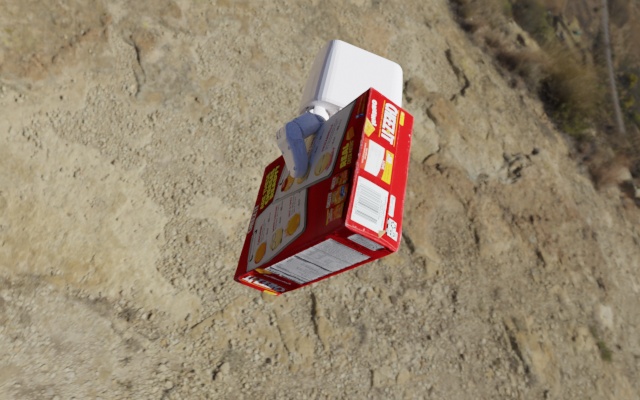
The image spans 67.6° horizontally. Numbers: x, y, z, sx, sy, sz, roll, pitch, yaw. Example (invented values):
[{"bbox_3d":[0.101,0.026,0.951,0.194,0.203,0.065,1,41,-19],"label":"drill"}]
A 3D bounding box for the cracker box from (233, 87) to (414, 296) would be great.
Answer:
[{"bbox_3d":[0.000,0.002,0.523,0.072,0.164,0.214,28,-35,-25],"label":"cracker box"}]
